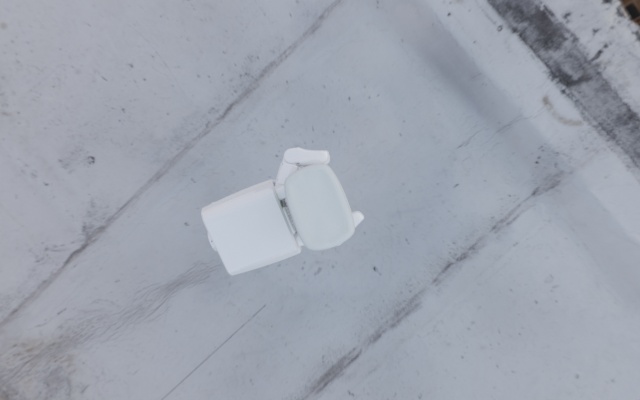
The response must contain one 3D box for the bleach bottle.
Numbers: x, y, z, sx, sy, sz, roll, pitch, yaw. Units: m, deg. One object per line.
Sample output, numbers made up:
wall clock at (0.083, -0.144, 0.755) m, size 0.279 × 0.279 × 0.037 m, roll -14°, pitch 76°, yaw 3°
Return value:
bleach bottle at (0.000, 0.002, 0.671) m, size 0.068 × 0.102 × 0.251 m, roll -20°, pitch 1°, yaw 2°
